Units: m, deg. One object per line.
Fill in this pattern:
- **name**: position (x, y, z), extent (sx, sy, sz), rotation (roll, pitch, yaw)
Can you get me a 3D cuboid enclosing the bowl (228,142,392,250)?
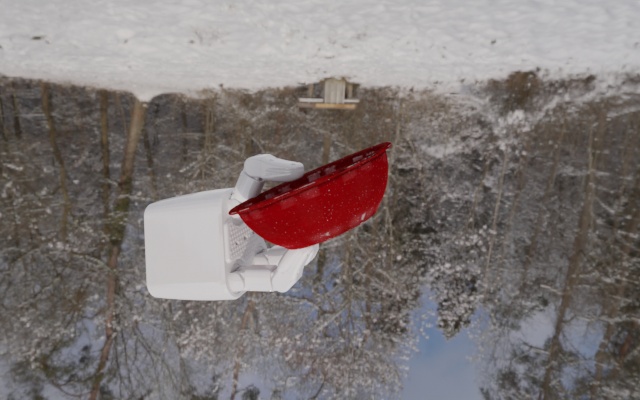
- **bowl**: position (0.001, 0.002, 0.442), extent (0.162, 0.055, 0.162), rotation (-23, 6, 3)
